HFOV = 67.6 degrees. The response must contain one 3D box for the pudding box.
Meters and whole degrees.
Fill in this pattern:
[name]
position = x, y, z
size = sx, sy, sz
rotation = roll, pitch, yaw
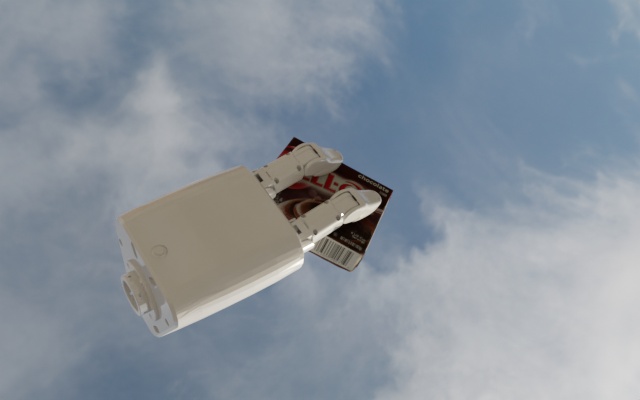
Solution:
[pudding box]
position = 0.000, 0.002, 0.441
size = 0.113, 0.090, 0.039
rotation = 30, -41, 1
